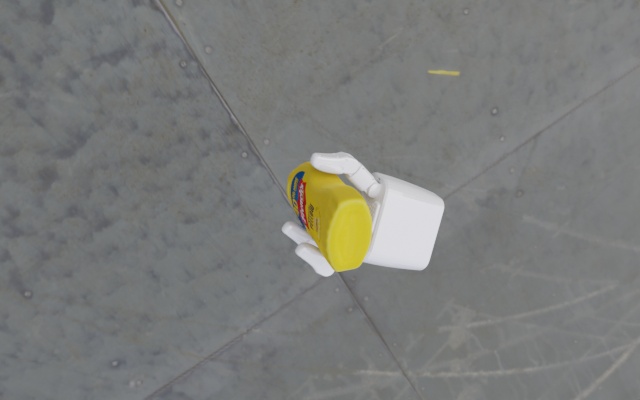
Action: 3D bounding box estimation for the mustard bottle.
[{"bbox_3d":[0.000,0.002,0.614,0.058,0.096,0.191,-10,29,-19],"label":"mustard bottle"}]
